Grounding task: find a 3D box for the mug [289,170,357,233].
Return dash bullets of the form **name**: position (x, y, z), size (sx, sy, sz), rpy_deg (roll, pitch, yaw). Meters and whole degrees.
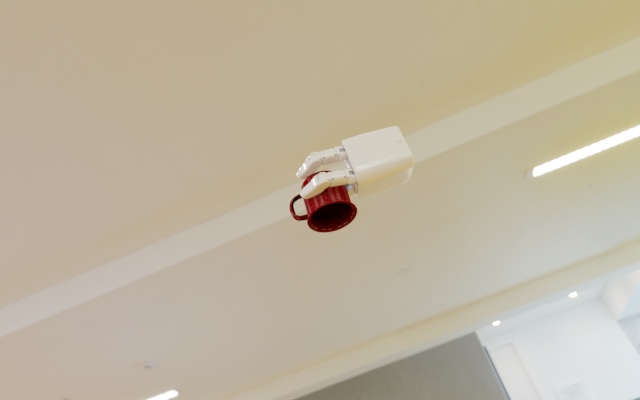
- **mug**: position (-0.001, 0.003, 0.876), size (0.117, 0.081, 0.093), rpy_deg (-16, -36, -2)
